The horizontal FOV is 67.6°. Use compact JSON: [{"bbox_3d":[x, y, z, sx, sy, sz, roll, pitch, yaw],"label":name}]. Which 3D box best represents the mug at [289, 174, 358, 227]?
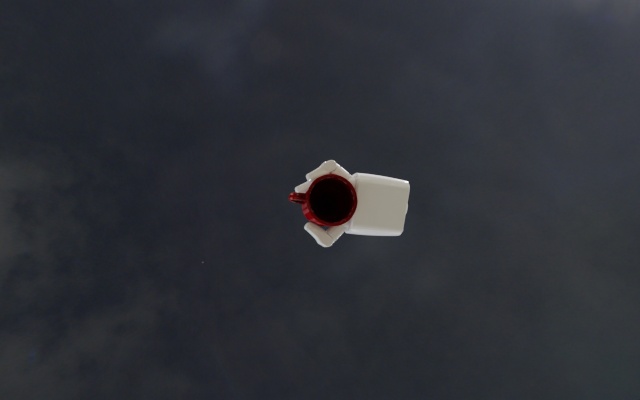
[{"bbox_3d":[-0.001,0.003,0.869,0.117,0.093,0.081,6,-8,-12],"label":"mug"}]
